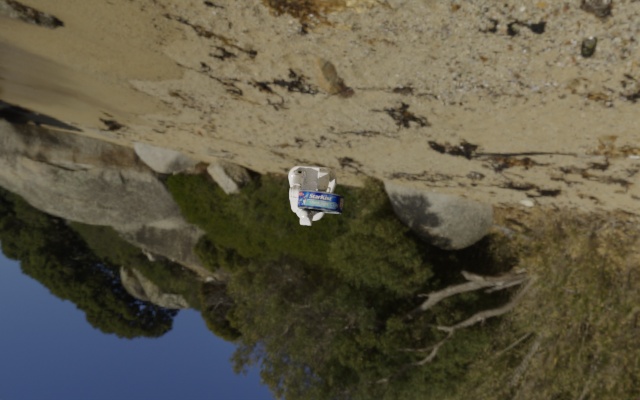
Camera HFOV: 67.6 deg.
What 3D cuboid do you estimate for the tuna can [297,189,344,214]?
[{"bbox_3d":[0.000,0.003,0.887,0.086,0.033,0.086,8,-5,1],"label":"tuna can"}]
